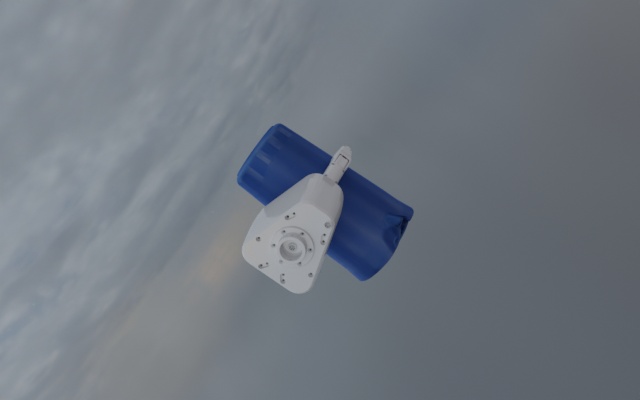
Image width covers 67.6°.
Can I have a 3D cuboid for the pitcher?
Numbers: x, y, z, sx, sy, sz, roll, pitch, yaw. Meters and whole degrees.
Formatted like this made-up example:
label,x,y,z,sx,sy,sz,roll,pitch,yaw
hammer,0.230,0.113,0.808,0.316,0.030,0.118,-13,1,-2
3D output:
label,x,y,z,sx,sy,sz,roll,pitch,yaw
pitcher,0.000,0.002,0.707,0.243,0.149,0.145,36,19,-6
